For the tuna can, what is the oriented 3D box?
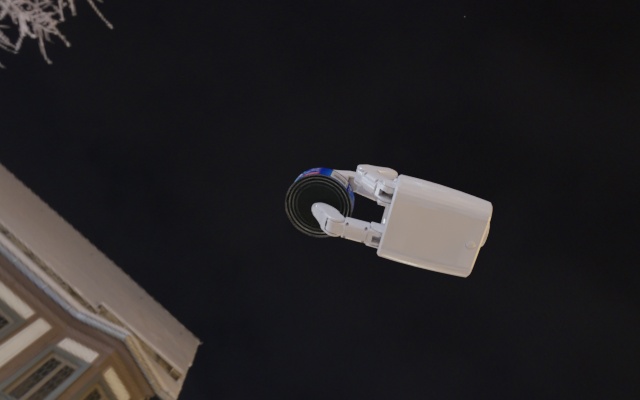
[{"bbox_3d":[0.000,0.002,0.611,0.086,0.086,0.033,0,22,11],"label":"tuna can"}]
